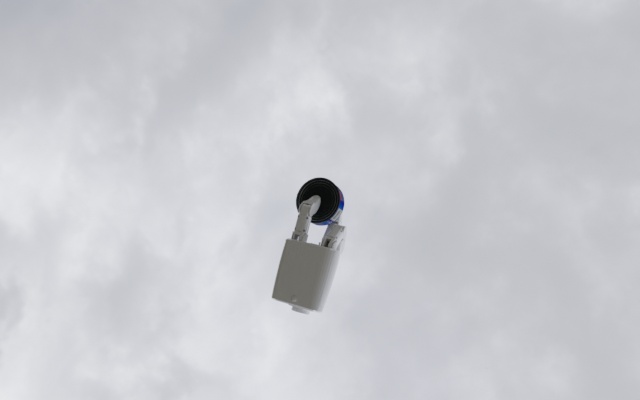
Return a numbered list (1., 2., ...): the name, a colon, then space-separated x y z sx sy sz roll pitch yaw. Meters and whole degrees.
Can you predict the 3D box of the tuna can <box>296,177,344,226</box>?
1. tuna can: 0.000 0.003 0.878 0.086 0.086 0.034 0 -13 20
